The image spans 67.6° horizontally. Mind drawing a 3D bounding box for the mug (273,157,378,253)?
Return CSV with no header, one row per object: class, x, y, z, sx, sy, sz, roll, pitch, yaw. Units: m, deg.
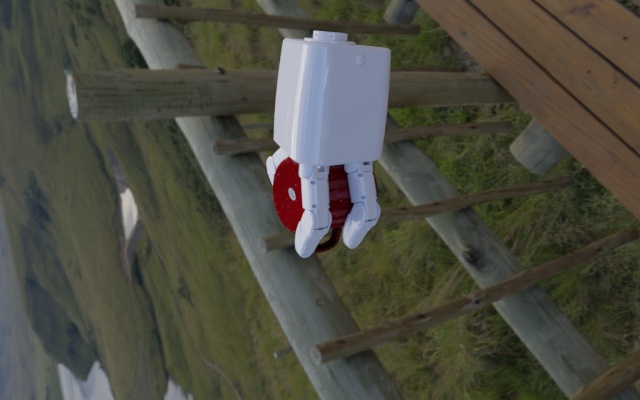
mug,0.000,0.003,0.522,0.081,0.117,0.093,-8,23,-34
